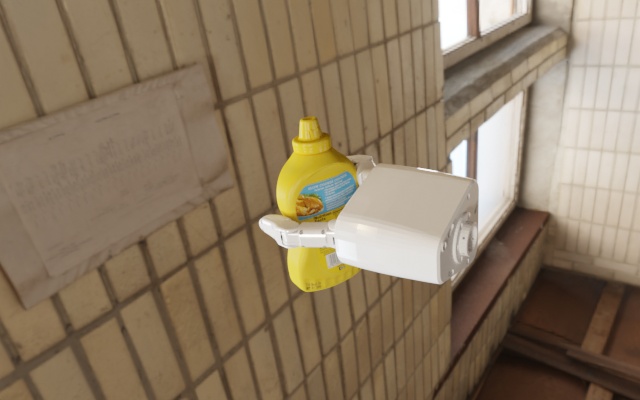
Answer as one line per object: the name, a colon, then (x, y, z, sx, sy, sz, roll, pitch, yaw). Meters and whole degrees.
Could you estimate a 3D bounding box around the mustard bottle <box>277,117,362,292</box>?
mustard bottle: (0.000, 0.002, 0.534, 0.096, 0.192, 0.058, -20, 27, -25)
